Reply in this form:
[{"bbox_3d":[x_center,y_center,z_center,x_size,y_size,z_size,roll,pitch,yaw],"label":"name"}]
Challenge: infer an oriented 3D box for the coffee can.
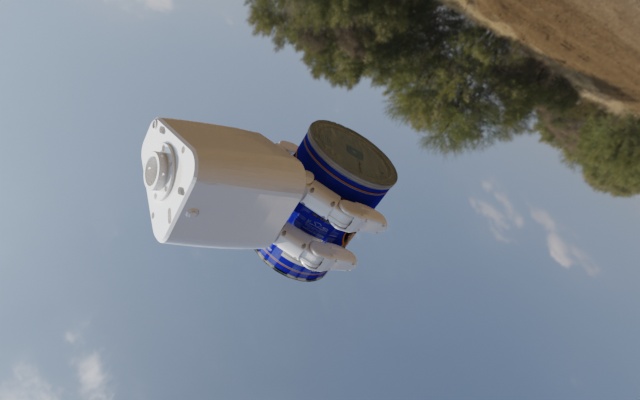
[{"bbox_3d":[0.000,0.002,0.506,0.103,0.140,0.102,26,29,-15],"label":"coffee can"}]
